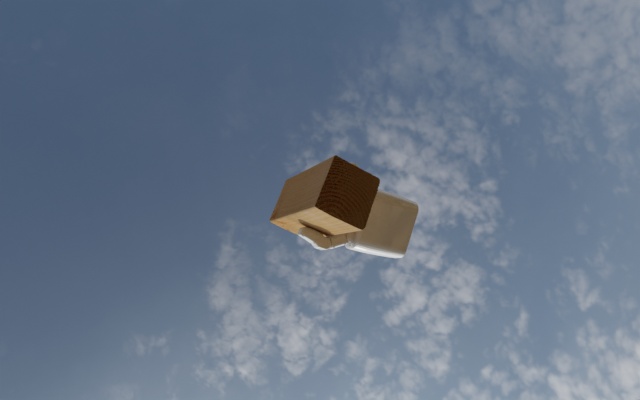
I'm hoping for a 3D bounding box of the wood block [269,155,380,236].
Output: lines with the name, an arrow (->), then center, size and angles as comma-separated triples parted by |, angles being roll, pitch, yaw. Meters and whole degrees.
wood block -> 0.000, 0.003, 0.809 | 0.090, 0.090, 0.206 | 26, -18, -19
